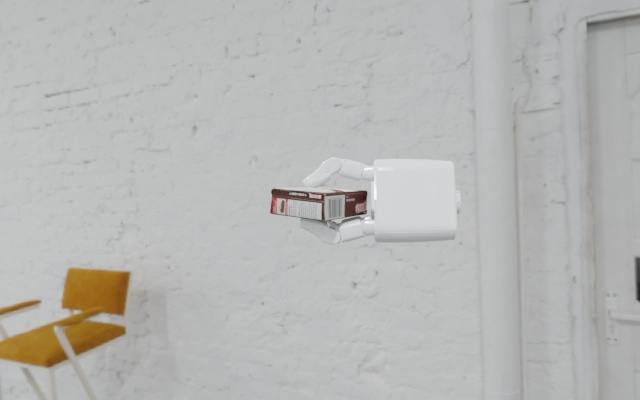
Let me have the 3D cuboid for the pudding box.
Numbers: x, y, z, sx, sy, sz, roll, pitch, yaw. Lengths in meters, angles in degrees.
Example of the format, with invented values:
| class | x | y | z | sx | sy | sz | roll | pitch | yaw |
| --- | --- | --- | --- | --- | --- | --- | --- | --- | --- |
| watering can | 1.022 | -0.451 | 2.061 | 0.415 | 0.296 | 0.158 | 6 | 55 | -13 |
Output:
| class | x | y | z | sx | sy | sz | roll | pitch | yaw |
| --- | --- | --- | --- | --- | --- | --- | --- | --- | --- |
| pudding box | 0.000 | 0.002 | 0.657 | 0.090 | 0.039 | 0.113 | 5 | 4 | 34 |
